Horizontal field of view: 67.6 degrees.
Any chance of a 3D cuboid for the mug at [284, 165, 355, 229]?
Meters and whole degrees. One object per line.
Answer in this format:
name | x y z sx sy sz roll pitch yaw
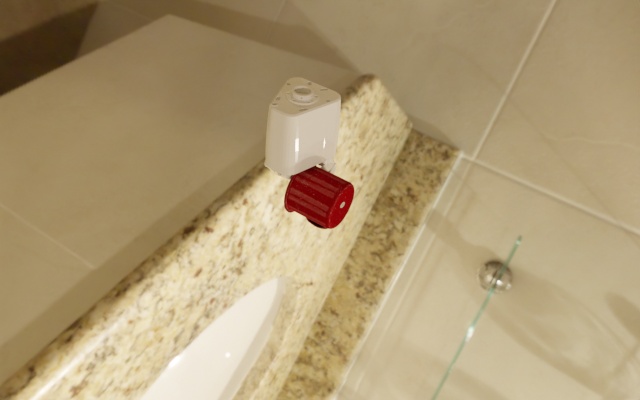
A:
mug | 0.000 0.004 0.773 0.081 0.117 0.093 27 47 21
